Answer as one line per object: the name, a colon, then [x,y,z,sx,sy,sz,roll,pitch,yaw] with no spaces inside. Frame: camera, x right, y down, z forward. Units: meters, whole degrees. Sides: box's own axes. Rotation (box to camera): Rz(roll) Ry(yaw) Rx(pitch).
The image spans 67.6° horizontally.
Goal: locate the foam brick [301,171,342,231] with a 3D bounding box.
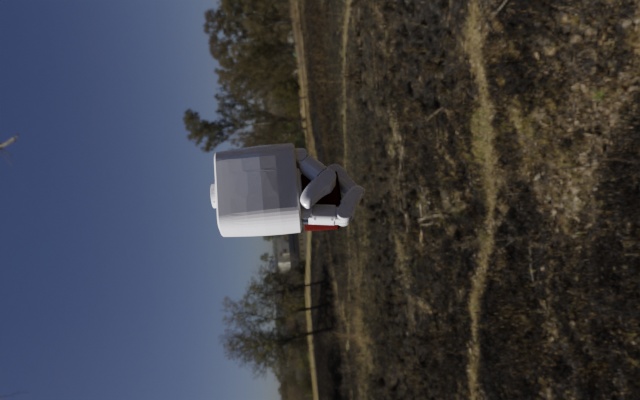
foam brick: [0.000,0.002,0.669,0.051,0.053,0.078,-6,-30,-4]
